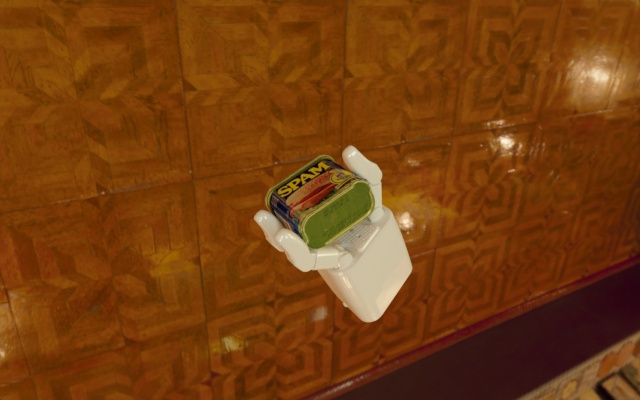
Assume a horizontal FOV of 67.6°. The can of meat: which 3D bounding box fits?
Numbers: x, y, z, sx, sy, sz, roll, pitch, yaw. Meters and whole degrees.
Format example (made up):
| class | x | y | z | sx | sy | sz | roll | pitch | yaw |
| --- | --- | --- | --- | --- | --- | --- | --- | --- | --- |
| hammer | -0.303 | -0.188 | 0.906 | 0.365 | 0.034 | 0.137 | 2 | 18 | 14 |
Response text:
| class | x | y | z | sx | sy | sz | roll | pitch | yaw |
| --- | --- | --- | --- | --- | --- | --- | --- | --- | --- |
| can of meat | 0.000 | 0.002 | 0.554 | 0.102 | 0.057 | 0.084 | -34 | 37 | -15 |
